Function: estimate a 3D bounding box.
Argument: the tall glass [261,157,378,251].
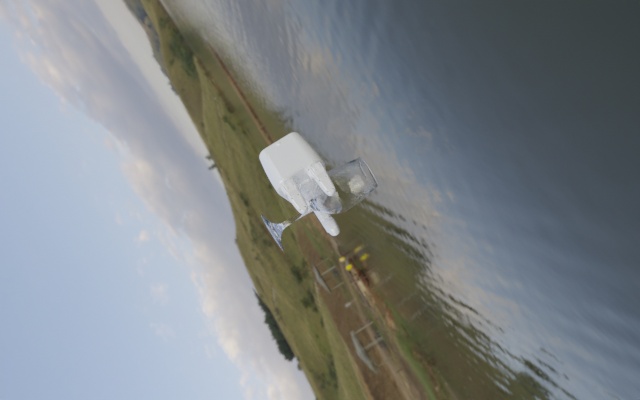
[{"bbox_3d":[0.000,0.003,0.836,0.201,0.079,0.079,-32,2,-3],"label":"tall glass"}]
